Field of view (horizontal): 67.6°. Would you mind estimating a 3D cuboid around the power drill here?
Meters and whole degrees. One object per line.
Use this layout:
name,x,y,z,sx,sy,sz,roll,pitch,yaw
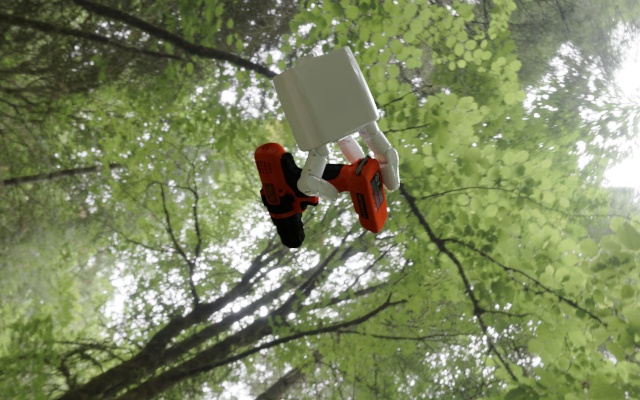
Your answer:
power drill,0.000,0.002,0.705,0.187,0.184,0.057,3,36,26
